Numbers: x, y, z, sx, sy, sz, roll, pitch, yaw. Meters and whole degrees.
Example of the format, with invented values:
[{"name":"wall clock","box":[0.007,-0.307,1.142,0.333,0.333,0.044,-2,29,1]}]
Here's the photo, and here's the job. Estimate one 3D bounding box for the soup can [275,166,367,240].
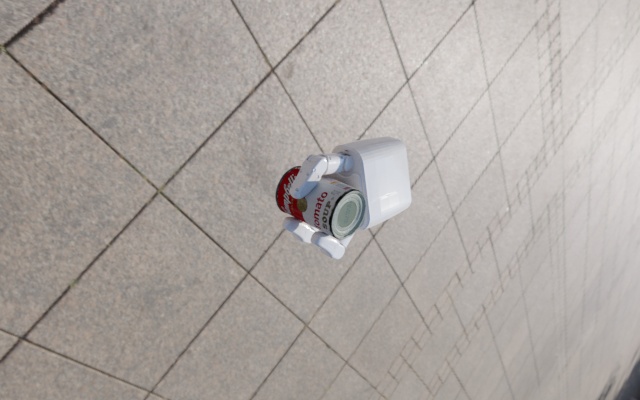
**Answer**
[{"name":"soup can","box":[0.000,0.002,0.616,0.102,0.068,0.068,25,16,39]}]
